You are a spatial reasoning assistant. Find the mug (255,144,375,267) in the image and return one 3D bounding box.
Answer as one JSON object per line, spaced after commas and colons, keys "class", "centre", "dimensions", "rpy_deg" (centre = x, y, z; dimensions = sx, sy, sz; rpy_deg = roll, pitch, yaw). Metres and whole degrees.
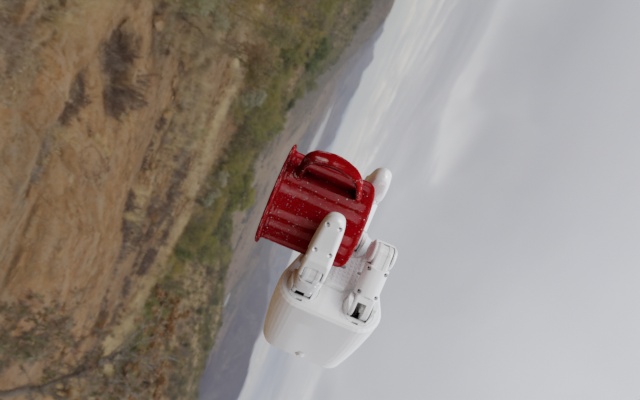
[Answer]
{"class": "mug", "centre": [0.001, 0.001, 0.415], "dimensions": [0.081, 0.093, 0.117], "rpy_deg": [22, -40, -2]}
